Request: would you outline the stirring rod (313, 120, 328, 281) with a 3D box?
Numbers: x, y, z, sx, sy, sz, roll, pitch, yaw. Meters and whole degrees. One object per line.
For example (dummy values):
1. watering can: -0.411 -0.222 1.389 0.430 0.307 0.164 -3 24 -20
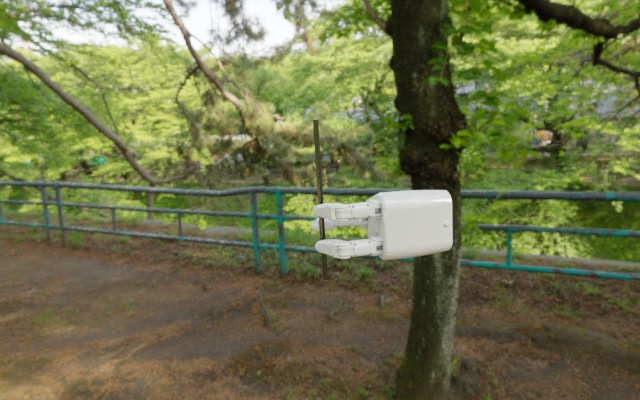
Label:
1. stirring rod: 0.000 0.002 0.707 0.011 0.239 0.011 -3 10 1
